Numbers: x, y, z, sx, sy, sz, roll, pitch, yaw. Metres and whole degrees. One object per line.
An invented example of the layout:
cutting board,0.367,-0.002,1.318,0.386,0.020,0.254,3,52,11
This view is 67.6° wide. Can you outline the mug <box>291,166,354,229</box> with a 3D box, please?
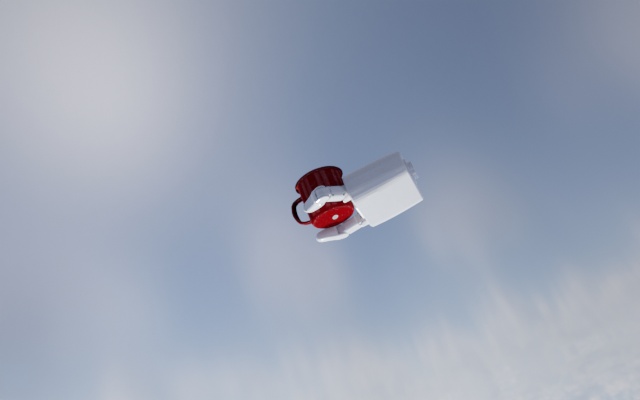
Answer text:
mug,-0.001,0.004,0.860,0.117,0.081,0.093,-28,-27,13
